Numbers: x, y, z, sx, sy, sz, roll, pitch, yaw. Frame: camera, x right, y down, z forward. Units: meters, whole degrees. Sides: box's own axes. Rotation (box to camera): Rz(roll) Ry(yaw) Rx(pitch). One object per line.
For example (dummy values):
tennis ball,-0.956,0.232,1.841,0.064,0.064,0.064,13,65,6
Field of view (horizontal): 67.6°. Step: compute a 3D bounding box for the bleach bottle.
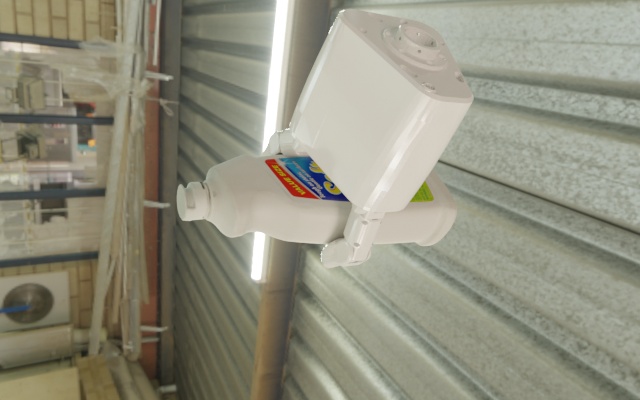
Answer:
bleach bottle,0.000,0.001,0.439,0.251,0.102,0.068,-3,-41,-30
